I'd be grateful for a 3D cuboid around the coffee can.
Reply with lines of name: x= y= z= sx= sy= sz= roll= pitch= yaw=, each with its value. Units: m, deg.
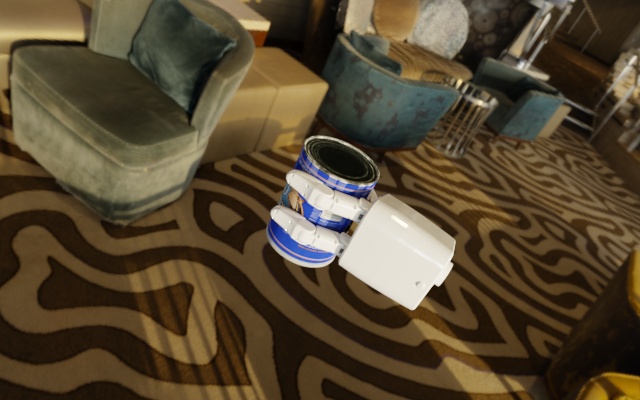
coffee can: x=0.000 y=0.002 z=0.623 sx=0.103 sy=0.140 sz=0.102 roll=19 pitch=32 yaw=-12
